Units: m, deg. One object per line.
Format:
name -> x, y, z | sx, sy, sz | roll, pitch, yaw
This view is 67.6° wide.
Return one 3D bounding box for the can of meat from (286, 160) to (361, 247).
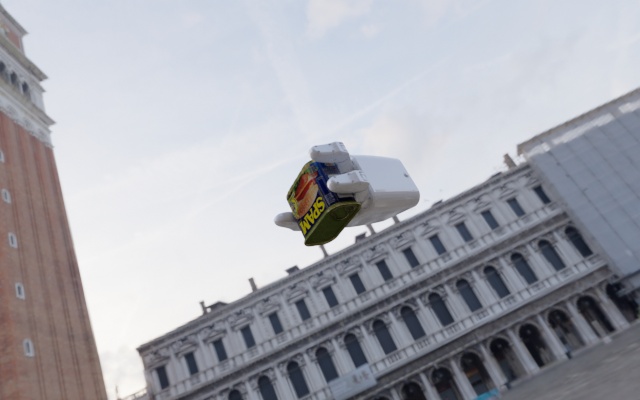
can of meat -> 0.000, 0.002, 0.675 | 0.057, 0.084, 0.102 | -5, -34, -35
